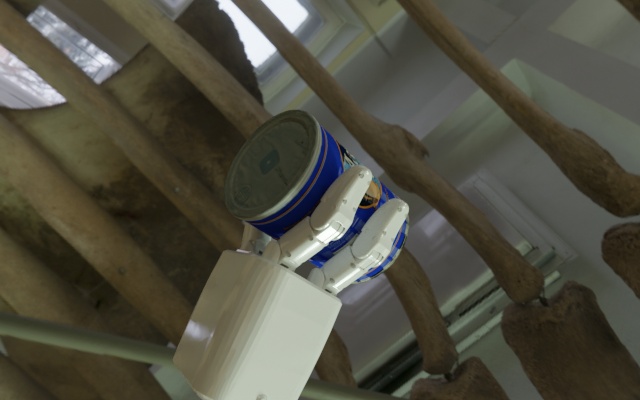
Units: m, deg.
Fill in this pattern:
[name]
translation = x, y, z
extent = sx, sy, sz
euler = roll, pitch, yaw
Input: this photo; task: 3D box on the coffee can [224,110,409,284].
[coffee can]
translation = 0.000, 0.001, 0.428
extent = 0.103, 0.102, 0.140
euler = 0, -28, 44
